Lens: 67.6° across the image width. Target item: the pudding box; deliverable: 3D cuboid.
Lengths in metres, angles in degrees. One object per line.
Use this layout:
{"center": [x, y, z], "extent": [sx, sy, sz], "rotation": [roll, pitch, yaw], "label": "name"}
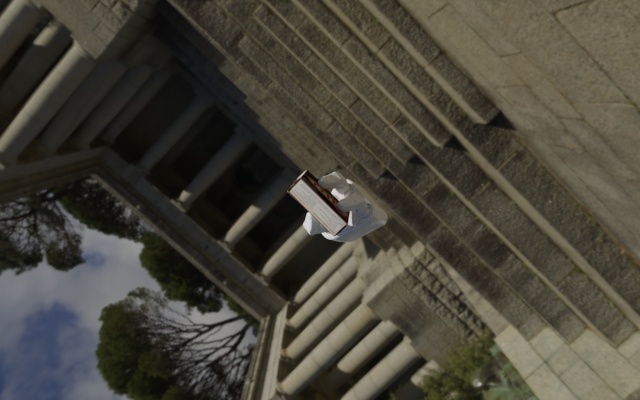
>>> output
{"center": [0.000, 0.003, 0.821], "extent": [0.113, 0.039, 0.090], "rotation": [42, 11, -4], "label": "pudding box"}
